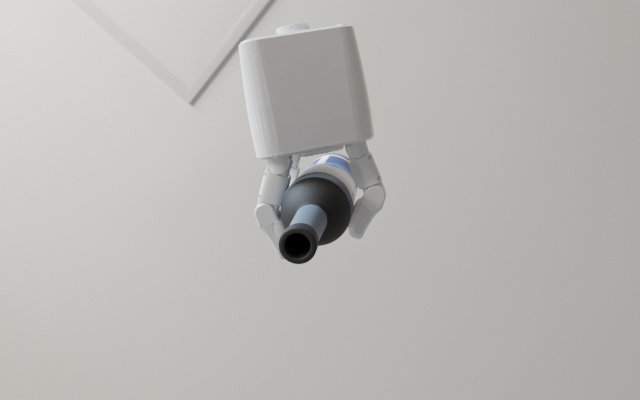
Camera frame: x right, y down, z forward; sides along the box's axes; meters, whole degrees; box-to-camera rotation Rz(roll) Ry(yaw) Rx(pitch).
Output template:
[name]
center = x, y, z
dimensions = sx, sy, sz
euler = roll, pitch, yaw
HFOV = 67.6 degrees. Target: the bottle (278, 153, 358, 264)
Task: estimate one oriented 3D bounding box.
[bottle]
center = 0.000, 0.002, 0.477
dimensions = 0.069, 0.069, 0.295
euler = 0, 12, 7
